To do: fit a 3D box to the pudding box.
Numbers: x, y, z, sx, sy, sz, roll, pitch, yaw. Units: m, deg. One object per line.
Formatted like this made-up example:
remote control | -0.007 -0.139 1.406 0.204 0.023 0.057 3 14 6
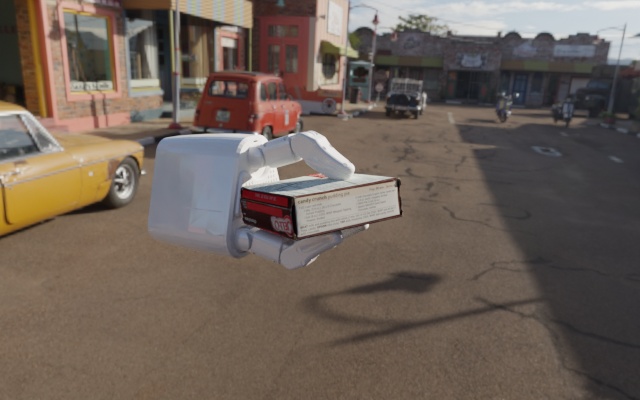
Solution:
pudding box | 0.000 0.001 0.414 0.113 0.039 0.090 -13 14 -33
